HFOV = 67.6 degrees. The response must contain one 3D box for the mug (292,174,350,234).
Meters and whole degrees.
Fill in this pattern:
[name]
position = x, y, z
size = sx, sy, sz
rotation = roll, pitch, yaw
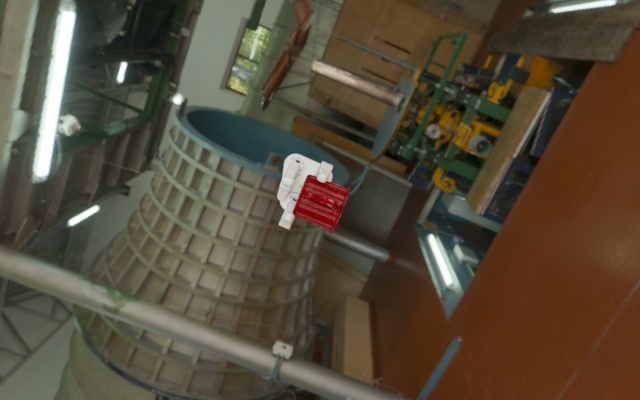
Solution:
[mug]
position = 0.000, 0.003, 0.861
size = 0.081, 0.093, 0.117
rotation = 22, -2, -3
